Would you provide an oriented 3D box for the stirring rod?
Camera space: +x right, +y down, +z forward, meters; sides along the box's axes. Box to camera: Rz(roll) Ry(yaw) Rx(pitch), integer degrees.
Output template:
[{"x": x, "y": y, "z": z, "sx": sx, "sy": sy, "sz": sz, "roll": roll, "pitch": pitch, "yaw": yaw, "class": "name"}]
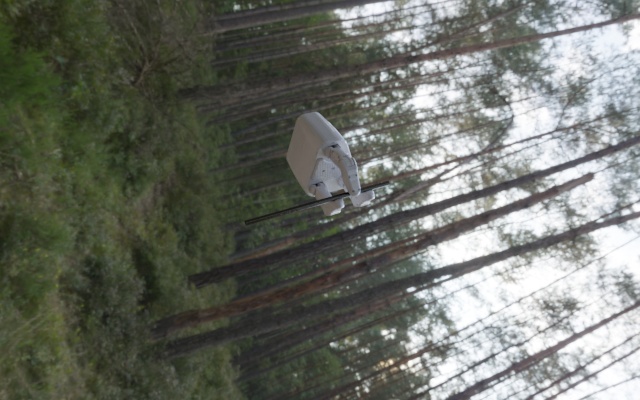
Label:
[{"x": 0.000, "y": 0.002, "z": 0.736, "sx": 0.239, "sy": 0.011, "sz": 0.011, "roll": -16, "pitch": 5, "yaw": -18, "class": "stirring rod"}]
